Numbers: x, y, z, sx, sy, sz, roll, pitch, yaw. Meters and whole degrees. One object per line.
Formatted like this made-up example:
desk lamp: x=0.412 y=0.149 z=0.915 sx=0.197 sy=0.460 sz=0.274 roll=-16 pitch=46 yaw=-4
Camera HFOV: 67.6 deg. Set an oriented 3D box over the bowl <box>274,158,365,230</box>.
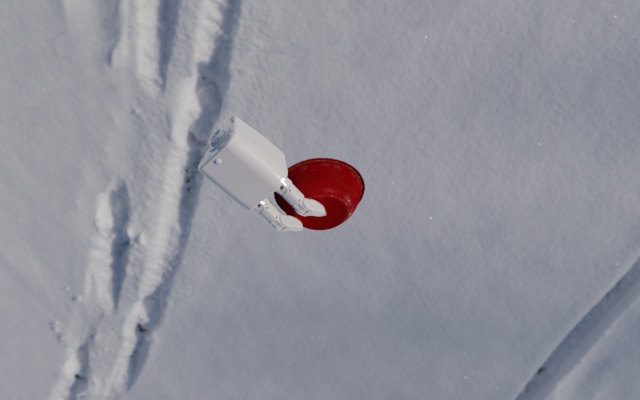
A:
bowl: x=0.001 y=0.003 z=0.828 sx=0.162 sy=0.055 sz=0.162 roll=-3 pitch=-42 yaw=-3
